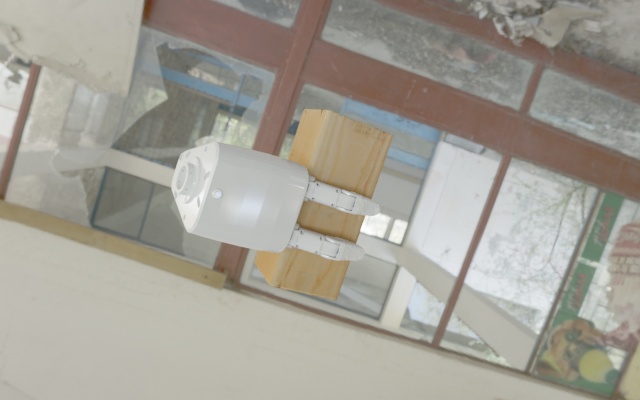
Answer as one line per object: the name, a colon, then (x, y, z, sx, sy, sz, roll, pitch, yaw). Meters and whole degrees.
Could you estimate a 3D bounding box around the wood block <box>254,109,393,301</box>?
wood block: (0.000, 0.002, 0.582, 0.090, 0.206, 0.091, 17, 5, -23)
